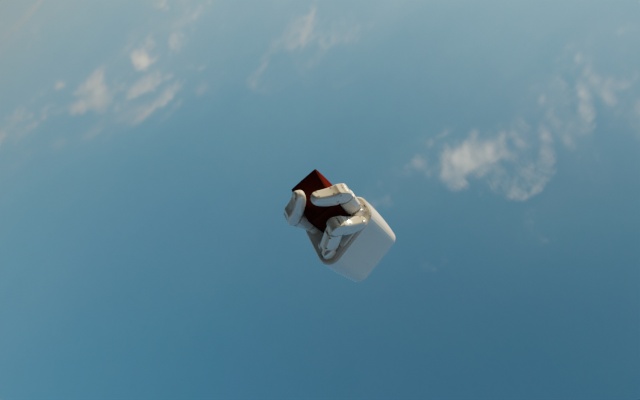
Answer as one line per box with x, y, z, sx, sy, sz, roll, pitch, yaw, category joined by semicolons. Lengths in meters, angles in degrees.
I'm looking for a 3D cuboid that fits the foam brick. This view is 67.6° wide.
0.000;0.002;0.739;0.053;0.078;0.051;-39;-40;11;foam brick
